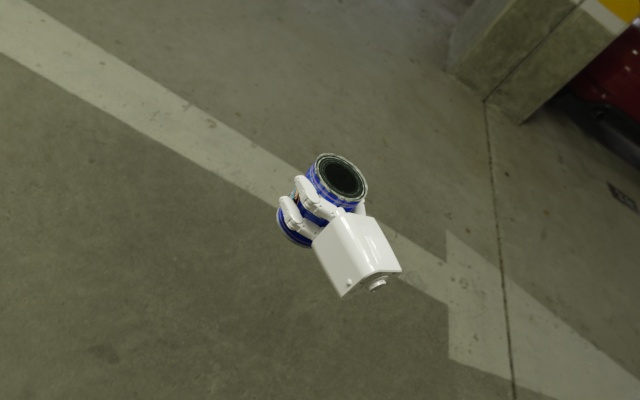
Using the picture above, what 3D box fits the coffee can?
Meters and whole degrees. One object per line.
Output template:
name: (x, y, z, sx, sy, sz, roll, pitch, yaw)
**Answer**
coffee can: (0.000, 0.003, 0.824, 0.103, 0.102, 0.140, 0, -37, -39)
